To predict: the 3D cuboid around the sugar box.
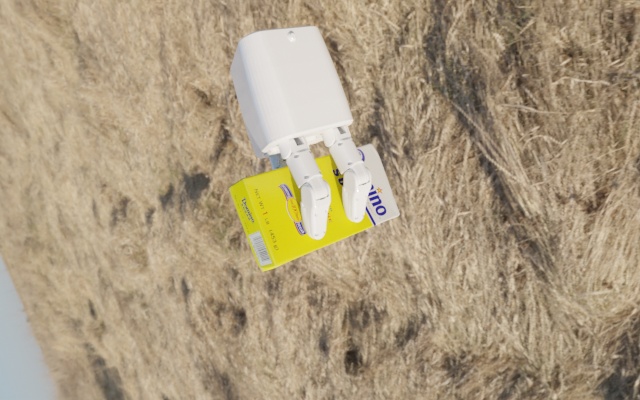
[{"bbox_3d":[0.000,0.001,0.515,0.176,0.093,0.048,-20,-1,-33],"label":"sugar box"}]
